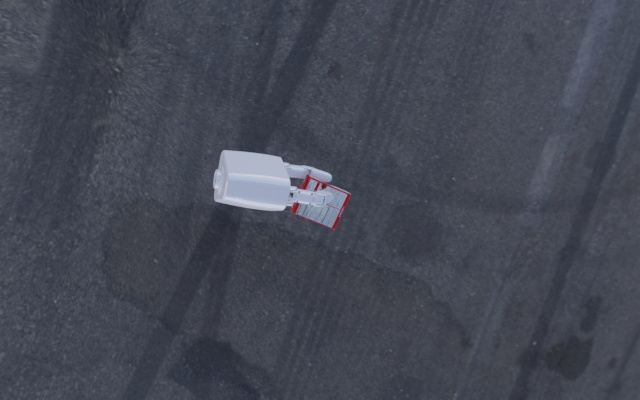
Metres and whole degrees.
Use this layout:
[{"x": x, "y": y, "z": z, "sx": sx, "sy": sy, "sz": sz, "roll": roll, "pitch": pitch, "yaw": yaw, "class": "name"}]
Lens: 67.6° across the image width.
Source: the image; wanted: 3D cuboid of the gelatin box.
[{"x": 0.001, "y": 0.003, "z": 0.871, "sx": 0.089, "sy": 0.073, "sz": 0.030, "roll": 22, "pitch": 7, "yaw": -19, "class": "gelatin box"}]
